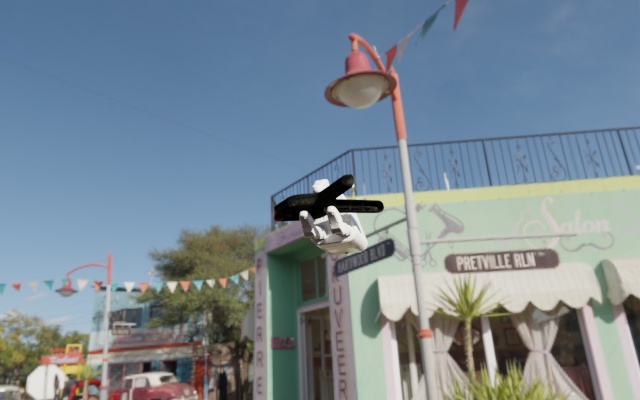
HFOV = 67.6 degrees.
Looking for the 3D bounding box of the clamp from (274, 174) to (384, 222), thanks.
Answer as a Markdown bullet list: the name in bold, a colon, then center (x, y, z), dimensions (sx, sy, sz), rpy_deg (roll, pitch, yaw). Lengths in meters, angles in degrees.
- **clamp**: center (0.000, 0.002, 0.897), dimensions (0.210, 0.036, 0.165), rpy_deg (-9, -24, 18)
